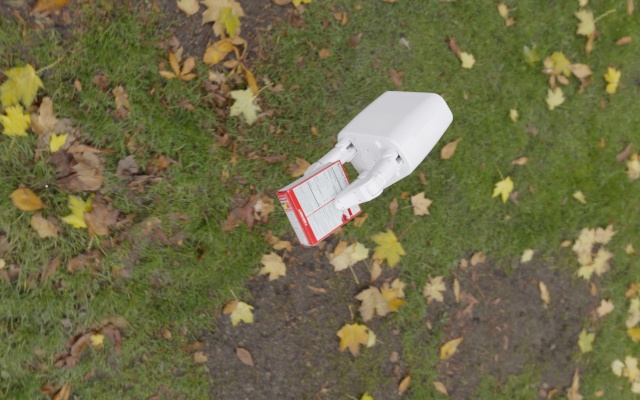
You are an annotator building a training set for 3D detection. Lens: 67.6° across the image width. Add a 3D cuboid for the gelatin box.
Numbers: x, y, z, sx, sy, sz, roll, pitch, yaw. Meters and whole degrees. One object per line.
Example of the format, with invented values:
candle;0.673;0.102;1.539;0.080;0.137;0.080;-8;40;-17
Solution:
gelatin box;0.000;0.002;0.579;0.089;0.073;0.030;-33;16;-32
